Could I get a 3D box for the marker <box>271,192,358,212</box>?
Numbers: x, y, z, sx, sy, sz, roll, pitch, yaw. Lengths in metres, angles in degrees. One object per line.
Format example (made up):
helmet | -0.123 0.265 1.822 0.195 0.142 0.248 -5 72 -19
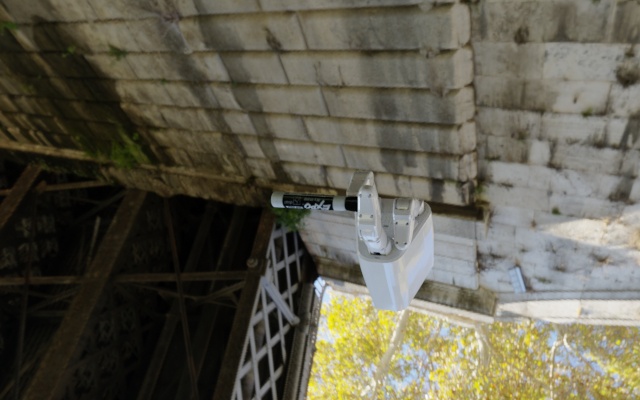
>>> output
marker | 0.000 0.002 0.554 0.121 0.020 0.020 3 1 23
